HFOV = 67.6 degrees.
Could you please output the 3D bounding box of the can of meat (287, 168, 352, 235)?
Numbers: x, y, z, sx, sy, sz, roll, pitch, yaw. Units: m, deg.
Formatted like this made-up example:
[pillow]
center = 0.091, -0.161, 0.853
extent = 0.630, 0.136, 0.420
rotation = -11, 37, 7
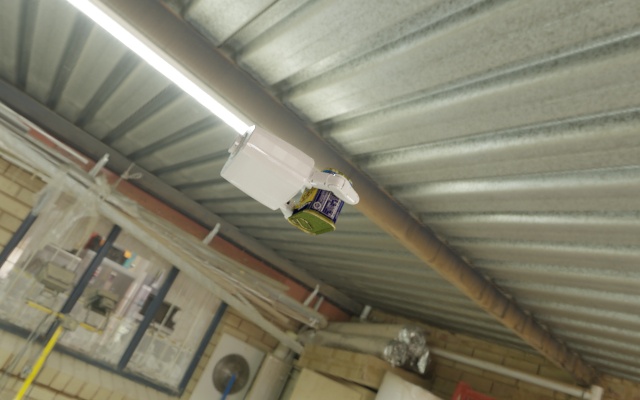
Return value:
[can of meat]
center = 0.000, 0.002, 0.763
extent = 0.057, 0.084, 0.102
rotation = 31, -21, -15
